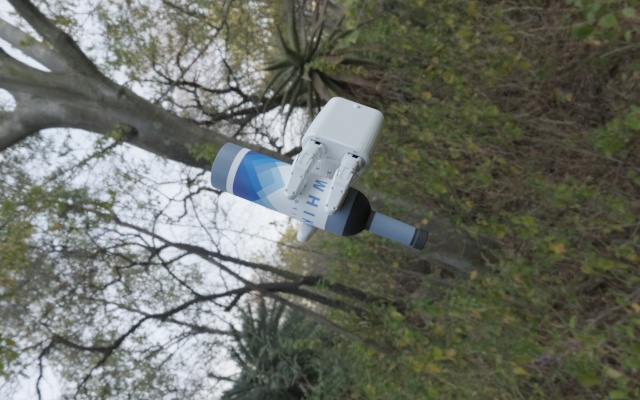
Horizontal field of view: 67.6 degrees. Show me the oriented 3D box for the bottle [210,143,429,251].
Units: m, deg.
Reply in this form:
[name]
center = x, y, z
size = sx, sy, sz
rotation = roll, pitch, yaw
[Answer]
[bottle]
center = 0.000, 0.002, 0.643
size = 0.295, 0.069, 0.069
rotation = 21, 3, 7
